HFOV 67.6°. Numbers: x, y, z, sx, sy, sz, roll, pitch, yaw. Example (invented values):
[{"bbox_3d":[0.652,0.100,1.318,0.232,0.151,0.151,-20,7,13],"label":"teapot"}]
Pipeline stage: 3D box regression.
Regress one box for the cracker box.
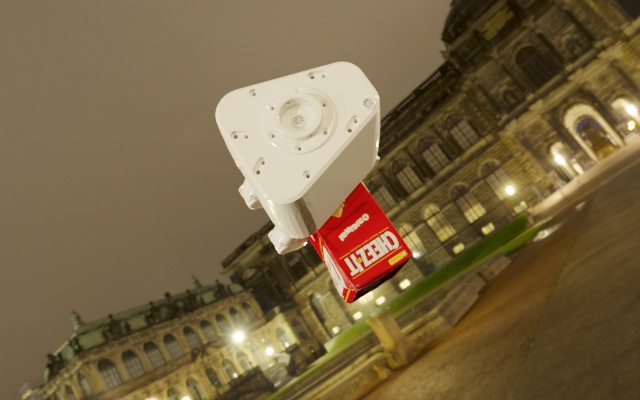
[{"bbox_3d":[0.000,0.001,0.518,0.072,0.213,0.164,-32,-15,-7],"label":"cracker box"}]
